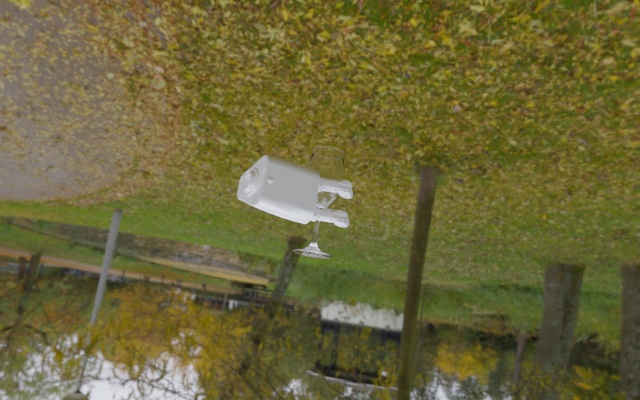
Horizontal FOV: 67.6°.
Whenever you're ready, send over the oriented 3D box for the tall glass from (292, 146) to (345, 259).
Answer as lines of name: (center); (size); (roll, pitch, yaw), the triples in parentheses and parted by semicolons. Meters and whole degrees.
tall glass: (0.000, 0.004, 0.894); (0.079, 0.201, 0.079); (9, -14, 2)
